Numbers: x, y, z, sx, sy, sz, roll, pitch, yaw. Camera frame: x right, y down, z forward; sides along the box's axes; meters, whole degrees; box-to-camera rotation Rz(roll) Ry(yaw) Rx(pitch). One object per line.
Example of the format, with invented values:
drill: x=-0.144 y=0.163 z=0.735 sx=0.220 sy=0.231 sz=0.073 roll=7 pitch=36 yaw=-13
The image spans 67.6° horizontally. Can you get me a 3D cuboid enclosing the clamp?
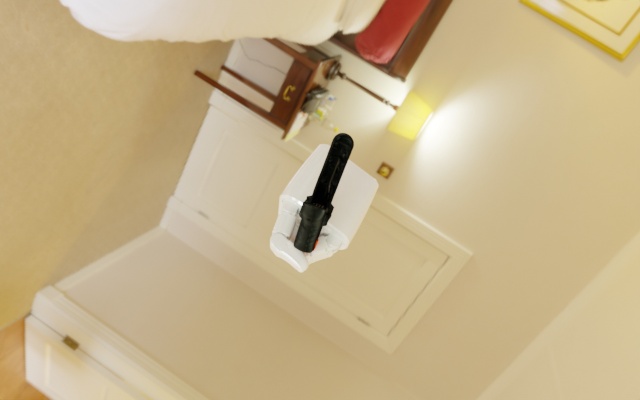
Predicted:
clamp: x=0.001 y=0.002 z=0.566 sx=0.039 sy=0.120 sz=0.171 roll=28 pitch=-27 yaw=3
